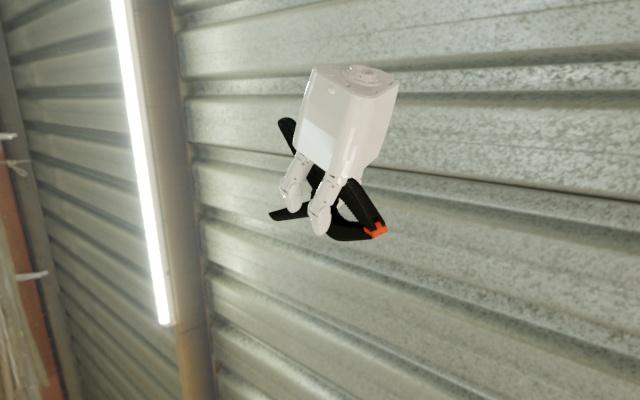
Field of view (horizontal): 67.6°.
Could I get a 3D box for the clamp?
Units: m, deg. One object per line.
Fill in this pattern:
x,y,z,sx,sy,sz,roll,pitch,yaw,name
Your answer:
0.001,0.002,0.653,0.036,0.165,0.210,-21,48,-41,clamp
